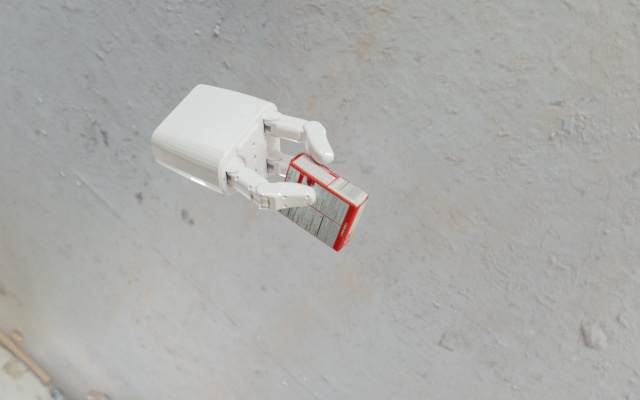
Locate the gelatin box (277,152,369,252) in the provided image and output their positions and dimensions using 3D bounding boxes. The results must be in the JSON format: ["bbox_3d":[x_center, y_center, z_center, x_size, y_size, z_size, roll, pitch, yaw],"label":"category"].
[{"bbox_3d":[0.000,0.002,0.511,0.089,0.073,0.030,34,44,16],"label":"gelatin box"}]
